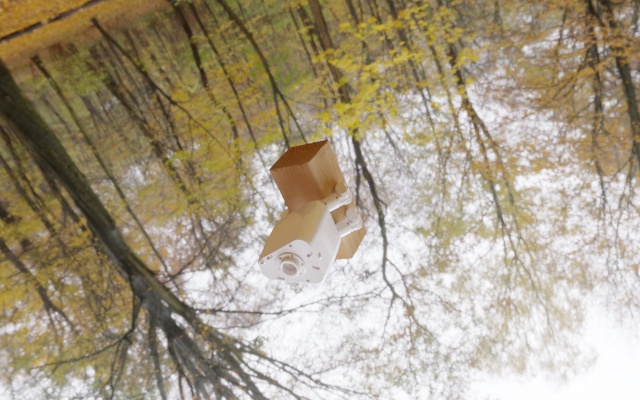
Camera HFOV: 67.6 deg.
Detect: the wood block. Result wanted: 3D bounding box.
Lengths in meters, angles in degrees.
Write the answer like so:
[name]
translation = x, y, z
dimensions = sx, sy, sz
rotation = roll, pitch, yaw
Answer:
[wood block]
translation = 0.000, 0.003, 0.888
dimensions = 0.091, 0.206, 0.090
rotation = -7, 29, 32
